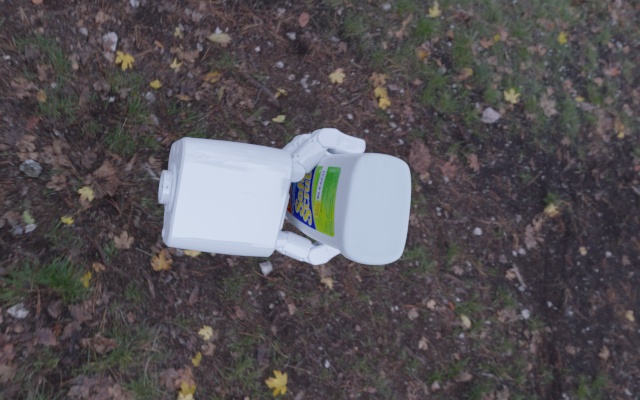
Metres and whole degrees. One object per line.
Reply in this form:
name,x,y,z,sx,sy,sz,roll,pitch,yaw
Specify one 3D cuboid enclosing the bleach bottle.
bleach bottle,0.000,0.002,0.531,0.068,0.102,0.251,8,-1,-25
